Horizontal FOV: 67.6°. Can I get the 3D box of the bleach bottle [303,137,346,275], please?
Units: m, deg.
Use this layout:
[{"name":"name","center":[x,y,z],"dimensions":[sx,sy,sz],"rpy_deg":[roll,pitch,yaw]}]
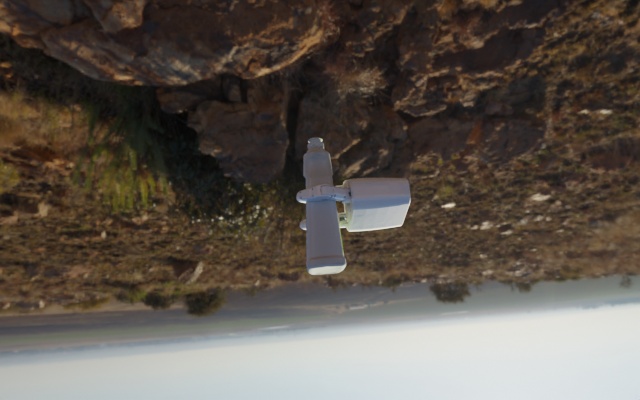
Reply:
[{"name":"bleach bottle","center":[0.000,0.003,0.865],"dimensions":[0.068,0.250,0.102],"rpy_deg":[-4,-16,-4]}]
